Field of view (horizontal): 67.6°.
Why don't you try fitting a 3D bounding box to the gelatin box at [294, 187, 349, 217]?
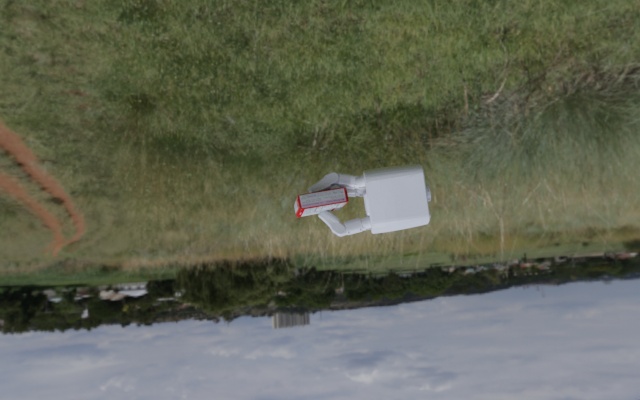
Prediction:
[{"bbox_3d":[0.000,0.003,0.860,0.089,0.030,0.073,-10,-10,-10],"label":"gelatin box"}]
